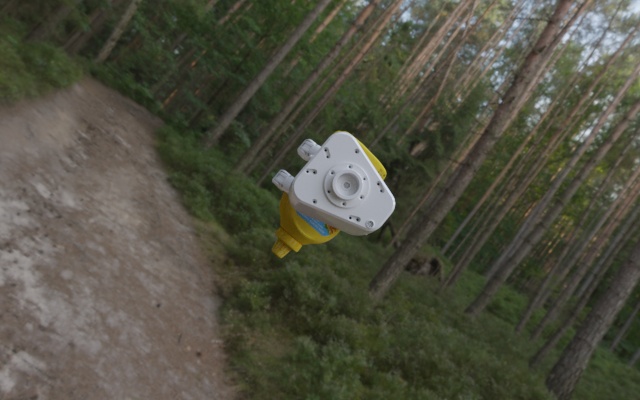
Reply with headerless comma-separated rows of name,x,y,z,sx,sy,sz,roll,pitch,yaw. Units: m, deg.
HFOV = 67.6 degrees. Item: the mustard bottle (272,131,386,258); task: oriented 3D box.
mustard bottle,0.000,0.002,0.670,0.096,0.191,0.058,42,-6,-24
